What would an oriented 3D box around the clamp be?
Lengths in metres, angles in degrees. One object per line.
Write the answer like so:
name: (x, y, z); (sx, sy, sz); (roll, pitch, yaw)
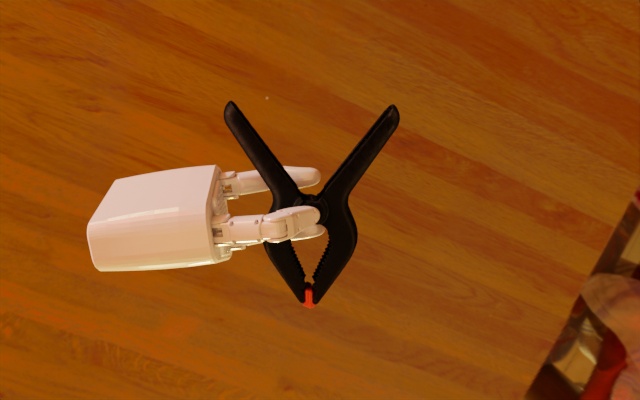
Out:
clamp: (0.000, 0.002, 0.467); (0.164, 0.210, 0.036); (-6, 13, 1)
